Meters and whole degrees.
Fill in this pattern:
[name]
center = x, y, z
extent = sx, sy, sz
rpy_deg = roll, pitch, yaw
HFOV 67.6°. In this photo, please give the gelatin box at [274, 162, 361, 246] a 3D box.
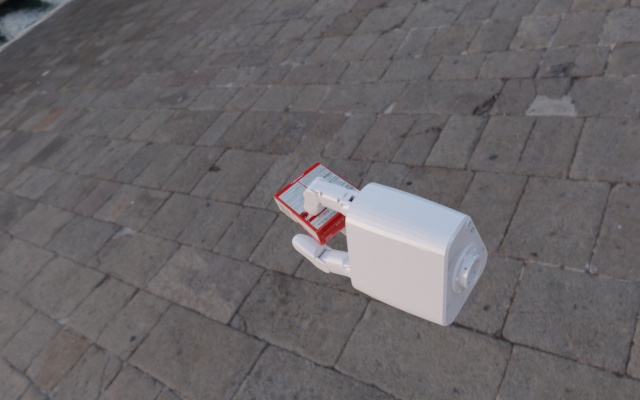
[gelatin box]
center = 0.000, 0.001, 0.566
extent = 0.073, 0.030, 0.089
rpy_deg = -40, 50, -16
